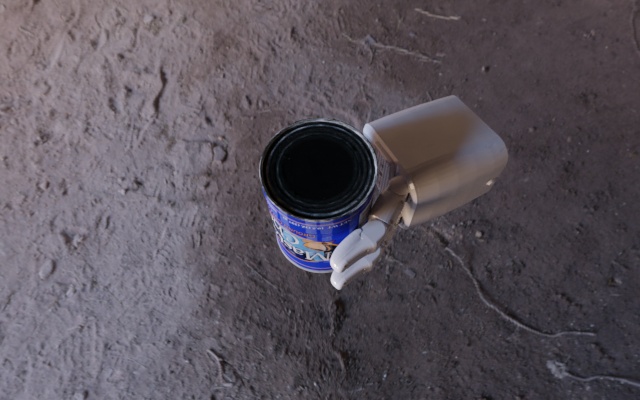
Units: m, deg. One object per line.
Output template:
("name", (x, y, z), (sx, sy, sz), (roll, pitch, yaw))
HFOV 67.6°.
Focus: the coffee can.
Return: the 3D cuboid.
("coffee can", (0.000, 0.002, 0.470), (0.103, 0.102, 0.140), (0, -26, 2))
